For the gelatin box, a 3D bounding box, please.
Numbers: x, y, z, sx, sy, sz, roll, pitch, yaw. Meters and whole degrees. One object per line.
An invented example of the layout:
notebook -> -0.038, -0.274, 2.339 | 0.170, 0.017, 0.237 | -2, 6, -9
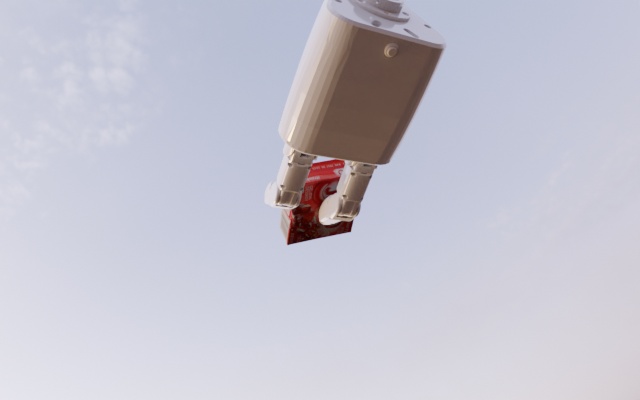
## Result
gelatin box -> 0.000, 0.001, 0.477 | 0.073, 0.030, 0.089 | -10, -41, -19
